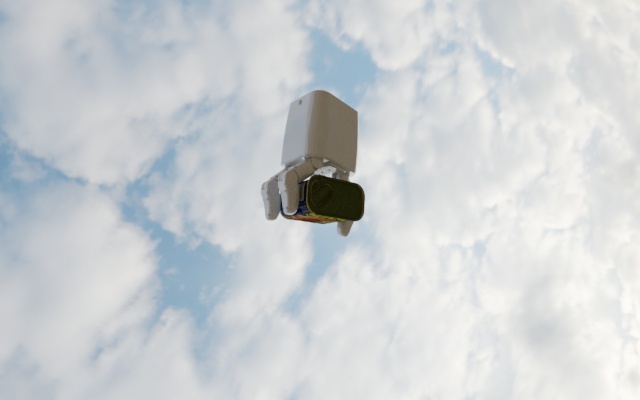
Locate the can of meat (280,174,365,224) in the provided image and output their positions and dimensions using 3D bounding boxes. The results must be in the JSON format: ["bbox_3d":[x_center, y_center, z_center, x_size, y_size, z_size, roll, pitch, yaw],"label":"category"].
[{"bbox_3d":[0.000,0.002,0.706,0.102,0.057,0.084,11,-14,-34],"label":"can of meat"}]
